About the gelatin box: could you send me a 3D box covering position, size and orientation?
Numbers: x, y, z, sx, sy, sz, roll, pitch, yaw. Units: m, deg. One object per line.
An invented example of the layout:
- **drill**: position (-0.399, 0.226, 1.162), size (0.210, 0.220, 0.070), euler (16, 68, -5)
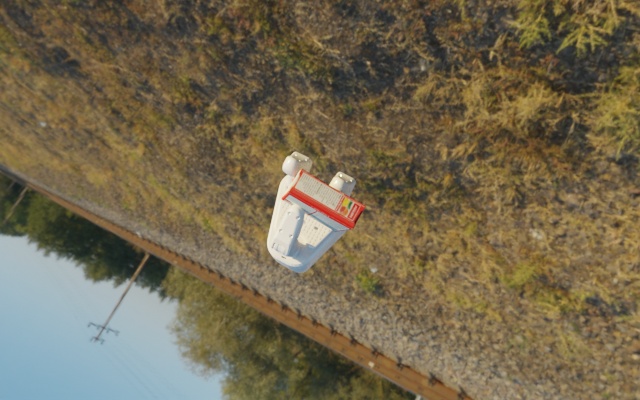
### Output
- **gelatin box**: position (0.000, 0.002, 0.498), size (0.073, 0.030, 0.089), euler (30, -8, -5)
